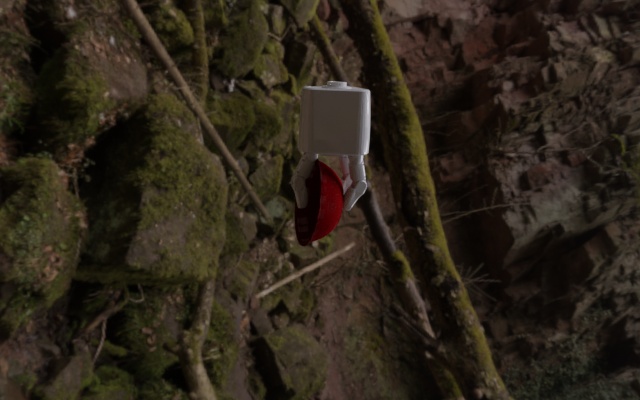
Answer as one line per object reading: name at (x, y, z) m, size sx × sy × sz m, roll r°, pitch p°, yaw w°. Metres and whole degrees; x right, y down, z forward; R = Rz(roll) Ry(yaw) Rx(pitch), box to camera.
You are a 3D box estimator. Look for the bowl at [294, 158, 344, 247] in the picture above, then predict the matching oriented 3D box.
bowl at (0.000, 0.004, 0.845) m, size 0.055 × 0.162 × 0.162 m, roll 7°, pitch -2°, yaw -17°
